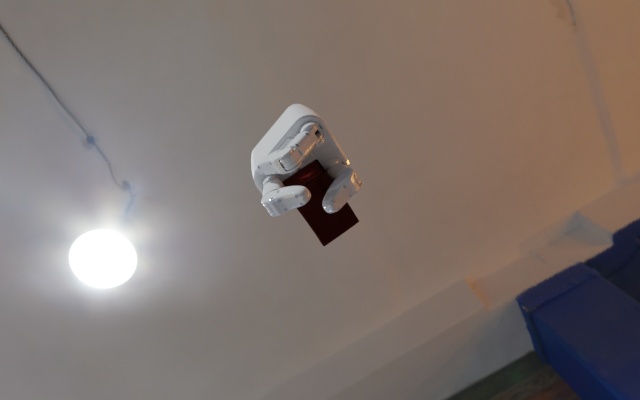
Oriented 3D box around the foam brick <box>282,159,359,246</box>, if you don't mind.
[{"bbox_3d":[0.000,0.002,0.559,0.053,0.078,0.051,-33,24,1],"label":"foam brick"}]
